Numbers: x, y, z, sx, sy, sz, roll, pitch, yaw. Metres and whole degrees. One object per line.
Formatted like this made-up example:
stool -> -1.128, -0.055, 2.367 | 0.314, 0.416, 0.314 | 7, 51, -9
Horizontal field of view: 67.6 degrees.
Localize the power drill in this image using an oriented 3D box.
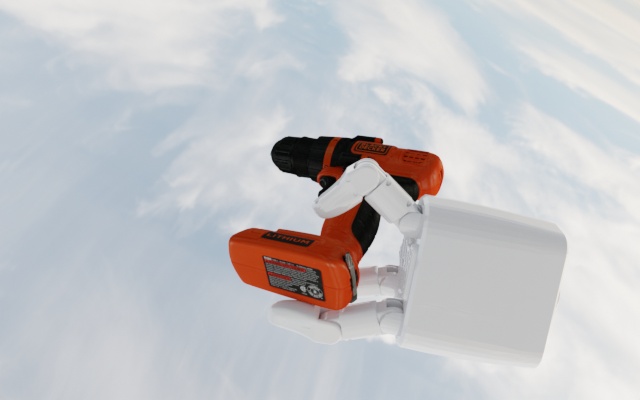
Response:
power drill -> 0.000, 0.002, 0.433 | 0.184, 0.057, 0.187 | 10, 41, 27
